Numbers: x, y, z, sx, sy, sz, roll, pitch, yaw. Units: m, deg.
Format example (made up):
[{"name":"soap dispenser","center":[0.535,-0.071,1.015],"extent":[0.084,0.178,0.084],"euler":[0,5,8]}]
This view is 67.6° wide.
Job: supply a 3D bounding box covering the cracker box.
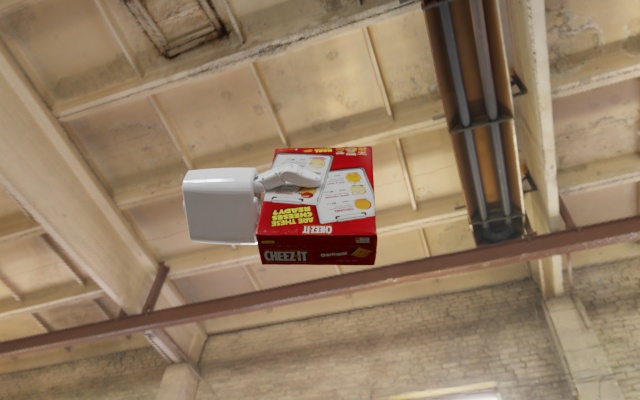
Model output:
[{"name":"cracker box","center":[0.000,0.002,0.730],"extent":[0.164,0.072,0.213],"euler":[-1,40,4]}]
